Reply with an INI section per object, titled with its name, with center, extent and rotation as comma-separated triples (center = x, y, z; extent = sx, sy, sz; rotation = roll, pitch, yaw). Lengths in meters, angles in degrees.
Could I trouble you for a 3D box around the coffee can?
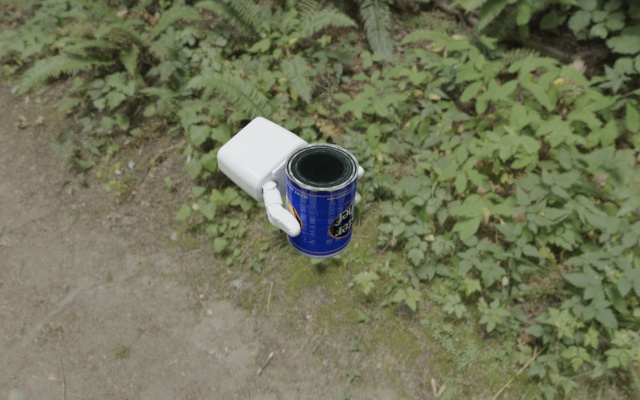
[coffee can]
center = 0.000, 0.003, 0.702
extent = 0.103, 0.140, 0.102
rotation = 1, 44, -1
